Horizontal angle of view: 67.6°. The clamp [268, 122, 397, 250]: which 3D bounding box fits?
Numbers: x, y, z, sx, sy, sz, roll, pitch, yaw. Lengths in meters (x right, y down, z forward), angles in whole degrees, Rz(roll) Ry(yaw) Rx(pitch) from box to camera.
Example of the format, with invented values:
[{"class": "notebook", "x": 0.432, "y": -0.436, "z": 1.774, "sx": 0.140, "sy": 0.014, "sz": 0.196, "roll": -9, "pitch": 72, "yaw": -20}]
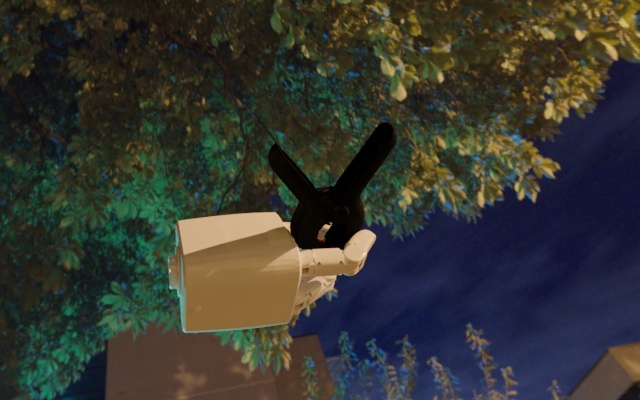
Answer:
[{"class": "clamp", "x": 0.000, "y": 0.001, "z": 0.463, "sx": 0.120, "sy": 0.172, "sz": 0.039, "roll": -2, "pitch": 40, "yaw": -20}]
